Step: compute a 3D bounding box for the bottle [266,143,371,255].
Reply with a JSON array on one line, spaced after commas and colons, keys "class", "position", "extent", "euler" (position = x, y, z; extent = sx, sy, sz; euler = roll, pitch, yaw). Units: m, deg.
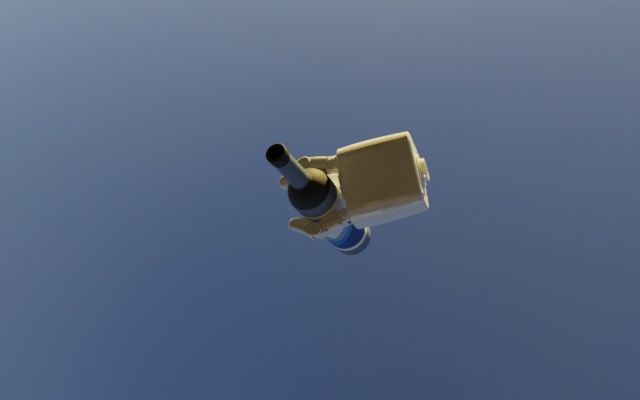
[{"class": "bottle", "position": [0.000, 0.002, 0.709], "extent": [0.069, 0.069, 0.296], "euler": [0, -25, 25]}]
